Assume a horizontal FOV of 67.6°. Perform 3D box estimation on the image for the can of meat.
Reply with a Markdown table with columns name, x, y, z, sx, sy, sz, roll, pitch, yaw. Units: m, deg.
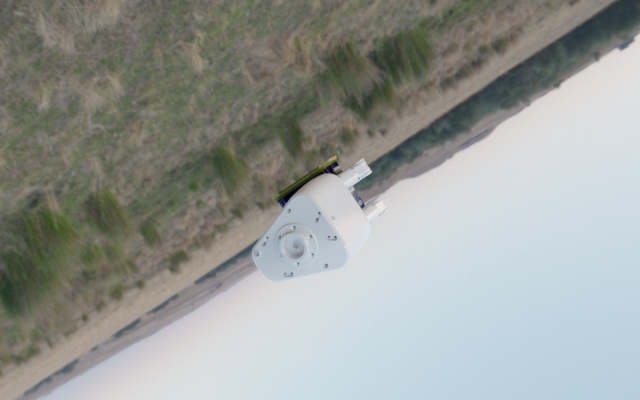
| name | x | y | z | sx | sy | sz | roll | pitch | yaw |
| --- | --- | --- | --- | --- | --- | --- | --- | --- | --- |
| can of meat | 0.000 | 0.002 | 0.654 | 0.102 | 0.084 | 0.057 | -33 | 1 | 18 |
